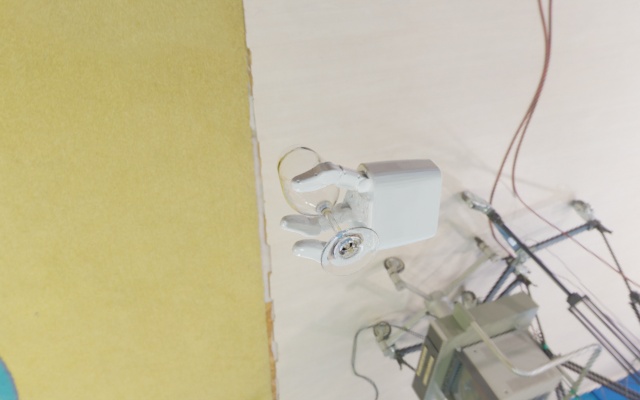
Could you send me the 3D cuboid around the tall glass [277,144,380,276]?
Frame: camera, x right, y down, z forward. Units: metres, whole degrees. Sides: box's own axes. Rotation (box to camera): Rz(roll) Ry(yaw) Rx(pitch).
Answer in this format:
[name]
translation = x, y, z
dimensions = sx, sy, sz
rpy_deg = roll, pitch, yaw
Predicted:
[tall glass]
translation = 0.000, 0.002, 0.622
dimensions = 0.079, 0.079, 0.201
rpy_deg = 0, 36, -26
